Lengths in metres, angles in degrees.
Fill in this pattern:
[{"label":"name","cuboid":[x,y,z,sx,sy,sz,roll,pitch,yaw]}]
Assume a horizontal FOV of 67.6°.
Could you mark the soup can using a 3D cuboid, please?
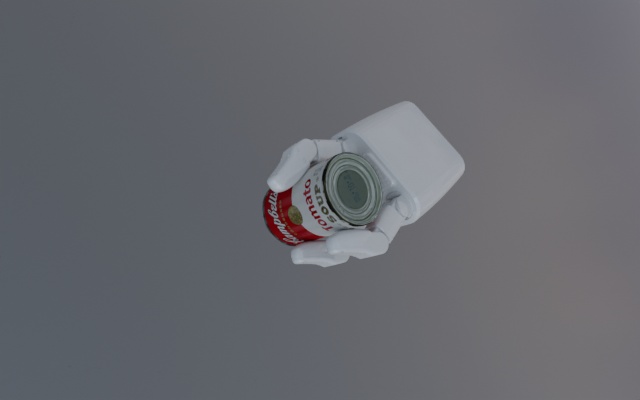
[{"label":"soup can","cuboid":[0.000,0.002,0.446,0.068,0.068,0.102,0,-13,-38]}]
